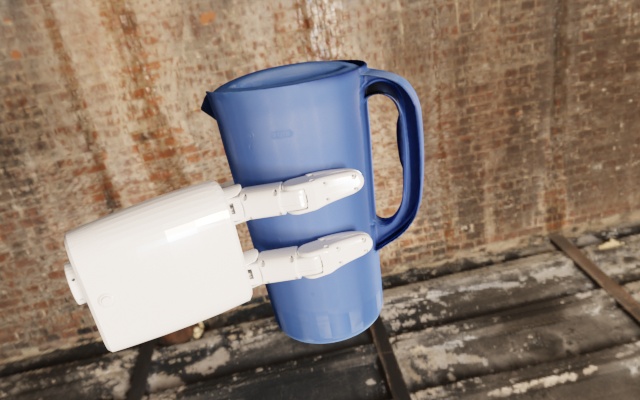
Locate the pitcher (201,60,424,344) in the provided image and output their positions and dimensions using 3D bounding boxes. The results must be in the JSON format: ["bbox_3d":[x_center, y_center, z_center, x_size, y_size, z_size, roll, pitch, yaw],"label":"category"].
[{"bbox_3d":[0.000,0.001,0.428,0.145,0.243,0.149,-20,24,-24],"label":"pitcher"}]
